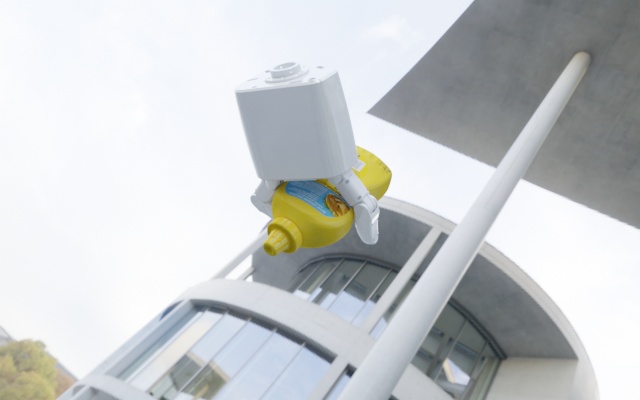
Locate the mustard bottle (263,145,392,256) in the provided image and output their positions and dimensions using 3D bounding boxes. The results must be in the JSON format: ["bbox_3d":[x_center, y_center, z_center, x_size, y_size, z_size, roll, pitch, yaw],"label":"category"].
[{"bbox_3d":[0.000,0.002,0.561,0.096,0.058,0.191,31,47,19],"label":"mustard bottle"}]
